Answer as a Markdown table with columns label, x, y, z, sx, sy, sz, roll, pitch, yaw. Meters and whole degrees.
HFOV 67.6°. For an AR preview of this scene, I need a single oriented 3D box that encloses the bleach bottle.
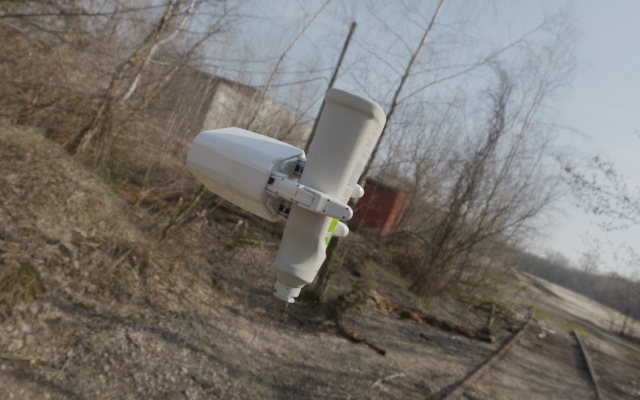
| label | x | y | z | sx | sy | sz | roll | pitch | yaw |
| --- | --- | --- | --- | --- | --- | --- | --- | --- | --- |
| bleach bottle | 0.000 | 0.002 | 0.569 | 0.068 | 0.251 | 0.102 | 23 | 2 | 15 |
